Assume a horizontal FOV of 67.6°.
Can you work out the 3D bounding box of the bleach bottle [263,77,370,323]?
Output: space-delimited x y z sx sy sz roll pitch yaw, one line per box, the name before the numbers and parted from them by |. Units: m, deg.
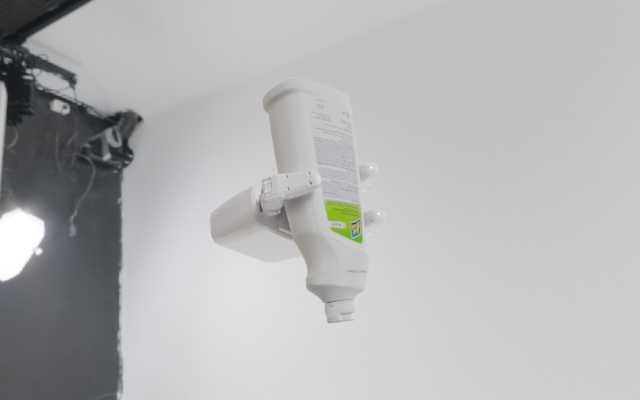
bleach bottle | 0.000 0.002 0.509 0.102 0.250 0.068 7 -21 -40
